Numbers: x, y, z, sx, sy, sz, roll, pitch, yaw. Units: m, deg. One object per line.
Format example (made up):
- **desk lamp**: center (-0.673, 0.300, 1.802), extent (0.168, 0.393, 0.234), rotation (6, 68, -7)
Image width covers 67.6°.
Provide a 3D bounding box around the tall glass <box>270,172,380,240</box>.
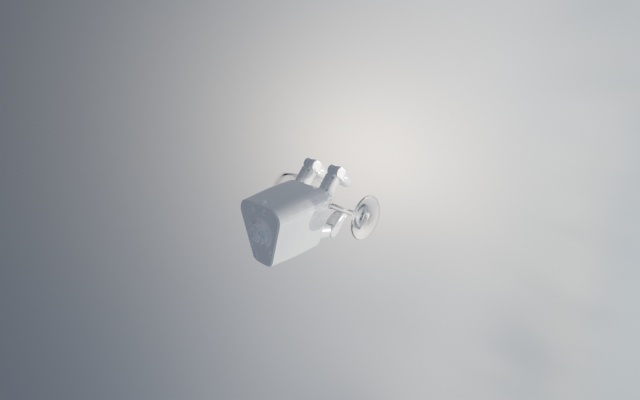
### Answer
- **tall glass**: center (0.001, 0.003, 0.830), extent (0.201, 0.079, 0.079), rotation (19, 12, 39)
